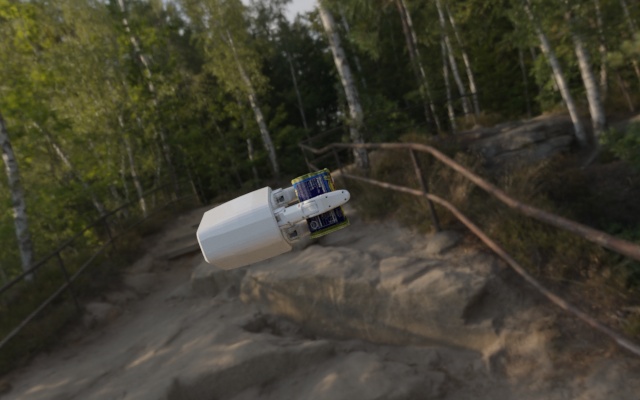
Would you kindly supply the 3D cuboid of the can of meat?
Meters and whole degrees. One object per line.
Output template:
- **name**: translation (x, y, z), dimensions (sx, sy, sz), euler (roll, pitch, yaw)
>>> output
- **can of meat**: translation (0.000, 0.002, 0.679), dimensions (0.057, 0.084, 0.102), euler (-20, 1, 3)
